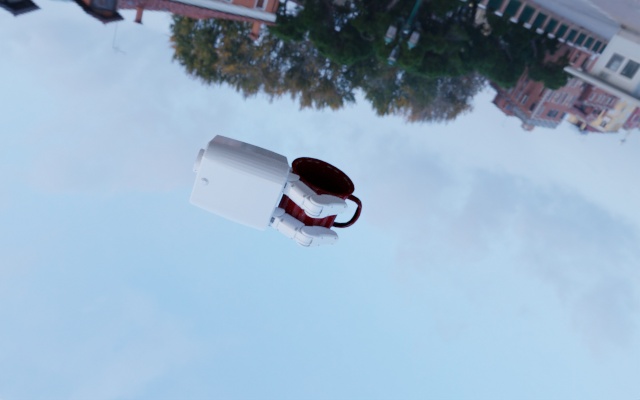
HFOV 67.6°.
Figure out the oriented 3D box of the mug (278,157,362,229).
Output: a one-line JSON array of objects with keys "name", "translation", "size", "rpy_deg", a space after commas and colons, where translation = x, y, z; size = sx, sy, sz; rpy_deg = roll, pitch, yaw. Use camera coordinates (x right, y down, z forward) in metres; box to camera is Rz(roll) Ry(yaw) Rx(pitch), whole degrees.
[{"name": "mug", "translation": [0.001, 0.003, 0.665], "size": [0.117, 0.081, 0.093], "rpy_deg": [21, 28, -10]}]
